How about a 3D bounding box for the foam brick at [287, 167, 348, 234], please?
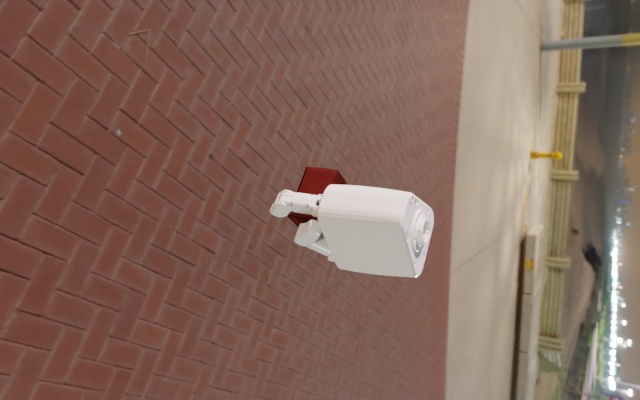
[{"bbox_3d":[0.000,0.002,0.636,0.051,0.078,0.053,4,-28,31],"label":"foam brick"}]
